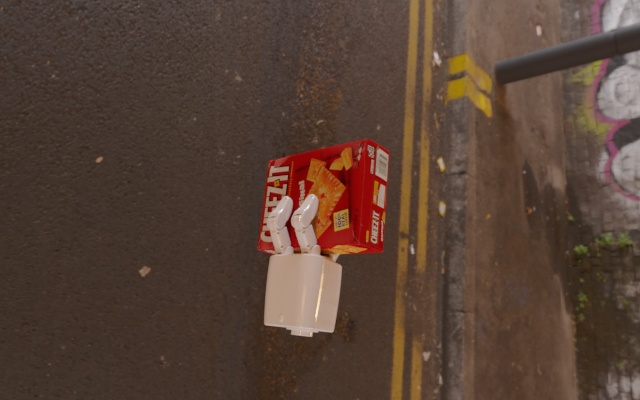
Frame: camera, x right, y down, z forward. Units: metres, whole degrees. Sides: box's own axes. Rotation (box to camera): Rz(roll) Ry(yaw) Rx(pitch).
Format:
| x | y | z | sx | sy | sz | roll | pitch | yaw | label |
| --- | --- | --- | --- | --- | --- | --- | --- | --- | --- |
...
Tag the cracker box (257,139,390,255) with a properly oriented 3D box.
| x | y | z | sx | sy | sz | roll | pitch | yaw | label |
| --- | --- | --- | --- | --- | --- | --- | --- | --- | --- |
| 0.000 | 0.003 | 0.766 | 0.214 | 0.164 | 0.072 | -7 | -21 | 39 | cracker box |
